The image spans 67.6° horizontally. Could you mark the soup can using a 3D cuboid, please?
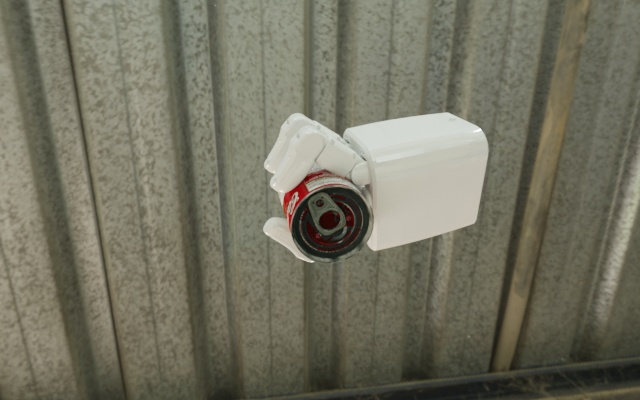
[{"bbox_3d":[0.000,0.002,0.424,0.068,0.068,0.102,0,22,-12],"label":"soup can"}]
